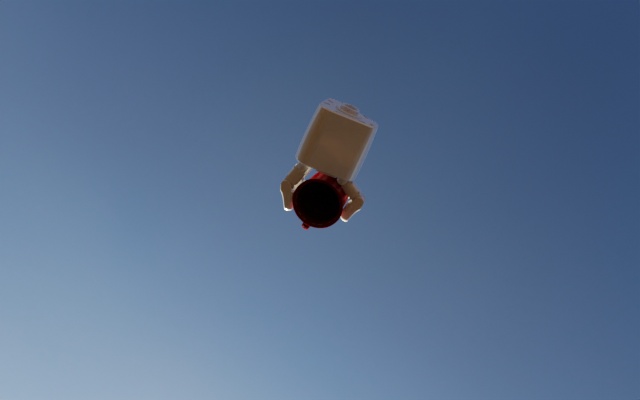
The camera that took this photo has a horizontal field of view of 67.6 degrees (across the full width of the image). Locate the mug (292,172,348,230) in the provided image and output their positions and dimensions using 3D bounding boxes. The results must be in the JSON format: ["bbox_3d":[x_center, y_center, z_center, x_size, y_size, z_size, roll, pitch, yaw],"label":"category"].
[{"bbox_3d":[0.000,0.004,0.877,0.093,0.117,0.081,29,25,5],"label":"mug"}]
